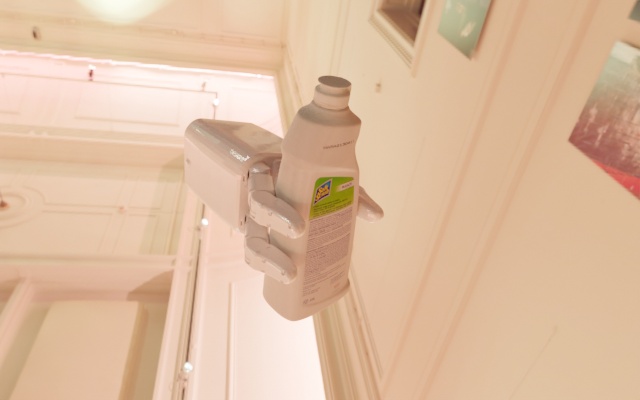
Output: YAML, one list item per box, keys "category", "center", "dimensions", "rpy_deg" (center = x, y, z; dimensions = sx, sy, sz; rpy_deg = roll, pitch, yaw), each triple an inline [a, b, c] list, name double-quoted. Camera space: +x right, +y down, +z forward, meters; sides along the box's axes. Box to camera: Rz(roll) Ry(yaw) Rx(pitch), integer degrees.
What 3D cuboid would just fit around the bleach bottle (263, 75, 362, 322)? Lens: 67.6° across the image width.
- category: "bleach bottle"
  center: [0.000, 0.002, 0.472]
  dimensions: [0.102, 0.251, 0.068]
  rpy_deg: [-23, 45, -40]
